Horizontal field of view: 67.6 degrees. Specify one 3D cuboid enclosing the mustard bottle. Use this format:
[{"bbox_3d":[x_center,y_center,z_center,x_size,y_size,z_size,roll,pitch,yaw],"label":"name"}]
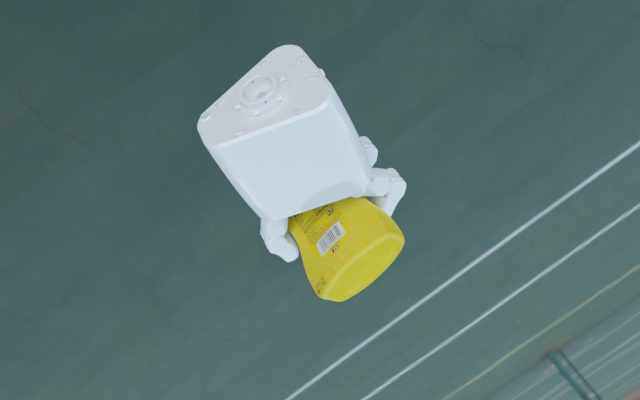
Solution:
[{"bbox_3d":[0.000,0.002,0.492,0.058,0.096,0.191,21,28,-46],"label":"mustard bottle"}]
